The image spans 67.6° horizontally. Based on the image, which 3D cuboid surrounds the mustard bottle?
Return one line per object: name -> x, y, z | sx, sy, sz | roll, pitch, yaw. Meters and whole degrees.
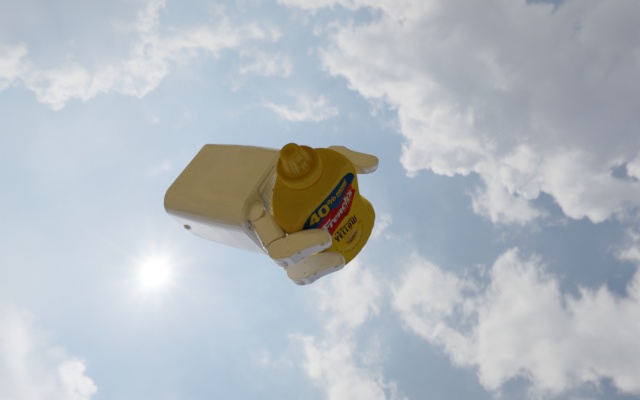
mustard bottle -> 0.000, 0.002, 0.487 | 0.058, 0.096, 0.192 | 36, -12, 31
